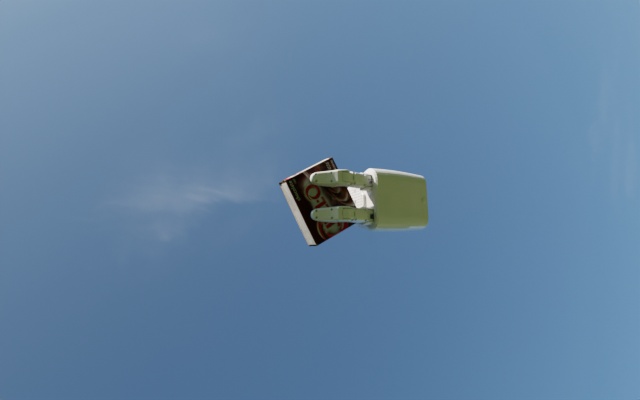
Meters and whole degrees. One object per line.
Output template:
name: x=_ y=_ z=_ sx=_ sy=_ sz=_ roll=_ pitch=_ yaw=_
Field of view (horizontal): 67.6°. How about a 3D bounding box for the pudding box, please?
pudding box: x=0.000 y=0.002 z=0.741 sx=0.090 sy=0.113 sz=0.039 roll=-29 pitch=4 yaw=-26
